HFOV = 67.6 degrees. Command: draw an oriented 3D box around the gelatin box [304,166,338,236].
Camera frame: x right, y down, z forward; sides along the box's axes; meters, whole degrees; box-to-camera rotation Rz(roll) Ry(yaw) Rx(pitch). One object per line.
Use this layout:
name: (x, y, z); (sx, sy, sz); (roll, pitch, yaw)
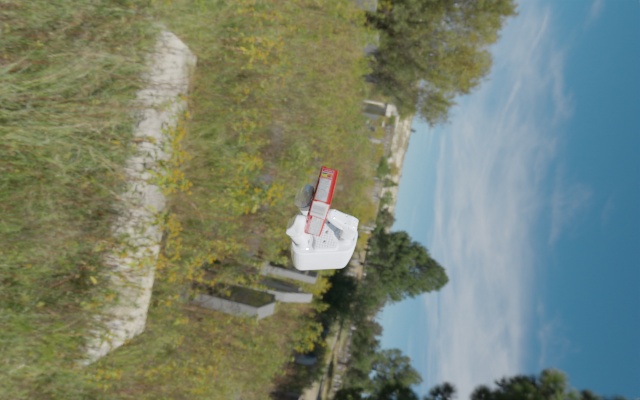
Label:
gelatin box: (0.001, 0.002, 0.753); (0.030, 0.073, 0.089); (16, -39, -1)
